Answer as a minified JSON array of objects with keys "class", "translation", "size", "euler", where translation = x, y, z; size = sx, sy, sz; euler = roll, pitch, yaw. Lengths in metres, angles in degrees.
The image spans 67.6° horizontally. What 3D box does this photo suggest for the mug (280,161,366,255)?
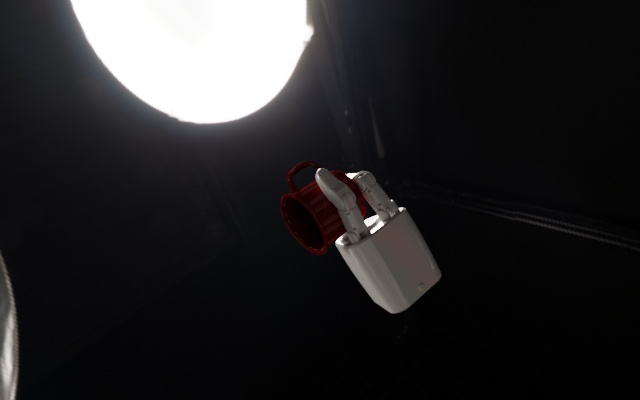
[{"class":"mug","translation":[-0.001,0.001,0.637],"size":[0.081,0.117,0.093],"euler":[-34,7,-27]}]
